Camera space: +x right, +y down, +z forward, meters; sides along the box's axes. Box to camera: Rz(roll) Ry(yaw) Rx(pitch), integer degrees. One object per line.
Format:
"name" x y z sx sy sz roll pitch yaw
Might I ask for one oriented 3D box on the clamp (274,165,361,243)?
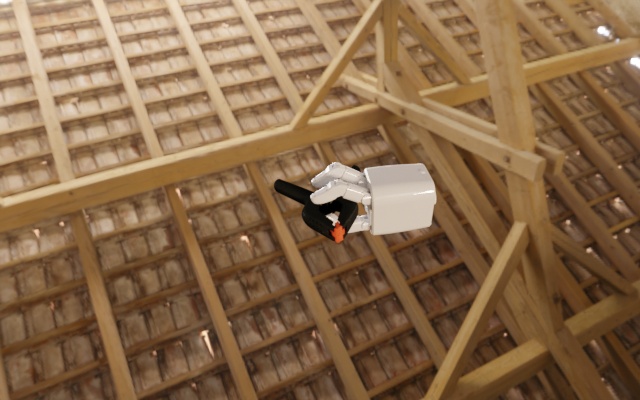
"clamp" 0.000 0.004 0.822 0.164 0.036 0.209 -8 31 1
